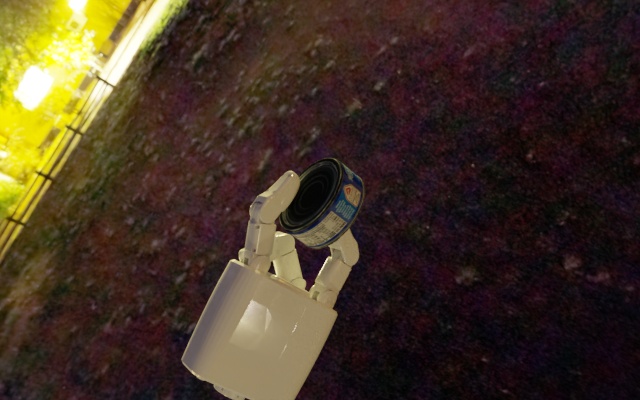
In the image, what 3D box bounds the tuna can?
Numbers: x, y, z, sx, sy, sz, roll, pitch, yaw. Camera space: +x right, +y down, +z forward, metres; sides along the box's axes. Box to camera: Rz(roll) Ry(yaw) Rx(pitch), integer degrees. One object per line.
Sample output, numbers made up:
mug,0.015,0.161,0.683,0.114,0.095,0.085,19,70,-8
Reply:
tuna can,0.000,0.001,0.462,0.034,0.086,0.086,37,-21,-30
